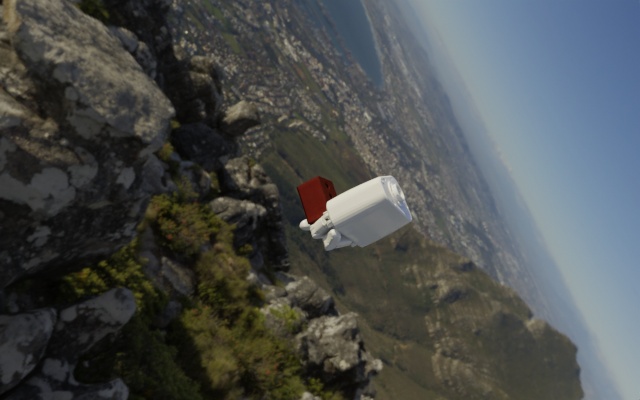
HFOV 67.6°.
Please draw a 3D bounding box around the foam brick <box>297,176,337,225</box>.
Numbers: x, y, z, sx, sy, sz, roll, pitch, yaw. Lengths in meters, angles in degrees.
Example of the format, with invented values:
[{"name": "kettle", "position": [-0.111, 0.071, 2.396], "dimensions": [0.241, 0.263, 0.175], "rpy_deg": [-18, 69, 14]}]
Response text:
[{"name": "foam brick", "position": [0.000, 0.003, 0.874], "dimensions": [0.051, 0.078, 0.053], "rpy_deg": [-30, -25, 25]}]
